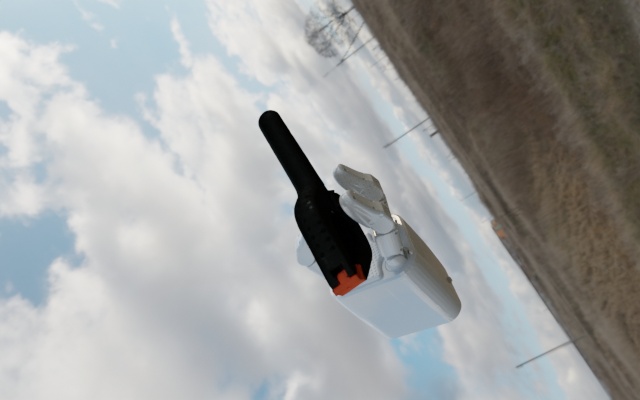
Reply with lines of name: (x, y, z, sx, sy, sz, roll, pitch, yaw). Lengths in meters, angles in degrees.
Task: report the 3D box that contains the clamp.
clamp: (0.000, 0.002, 0.471, 0.165, 0.036, 0.209, 41, 21, -28)
